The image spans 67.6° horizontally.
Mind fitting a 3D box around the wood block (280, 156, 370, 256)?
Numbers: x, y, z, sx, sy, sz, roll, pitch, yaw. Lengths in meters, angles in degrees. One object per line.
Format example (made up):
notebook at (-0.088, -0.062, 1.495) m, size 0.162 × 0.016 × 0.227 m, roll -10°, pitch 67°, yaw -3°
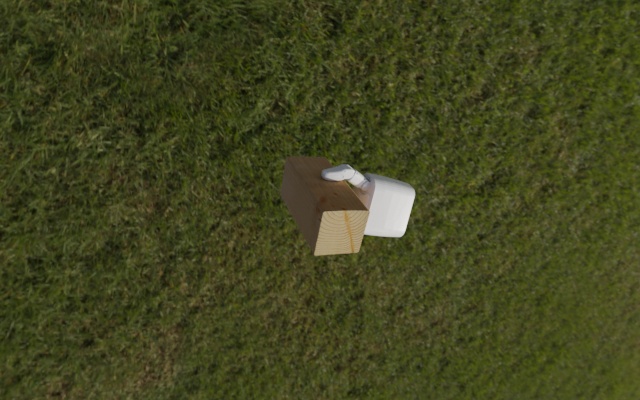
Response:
wood block at (0.001, 0.003, 0.891) m, size 0.090 × 0.091 × 0.206 m, roll -1°, pitch 31°, yaw -24°
